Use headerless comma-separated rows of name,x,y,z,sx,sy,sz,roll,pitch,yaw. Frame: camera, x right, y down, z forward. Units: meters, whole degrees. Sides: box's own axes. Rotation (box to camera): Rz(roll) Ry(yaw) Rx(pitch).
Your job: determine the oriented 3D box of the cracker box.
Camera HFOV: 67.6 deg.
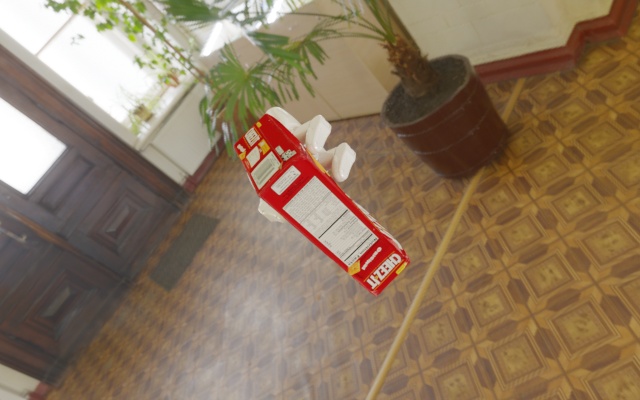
cracker box,0.000,0.002,0.599,0.214,0.072,0.164,43,5,-31
